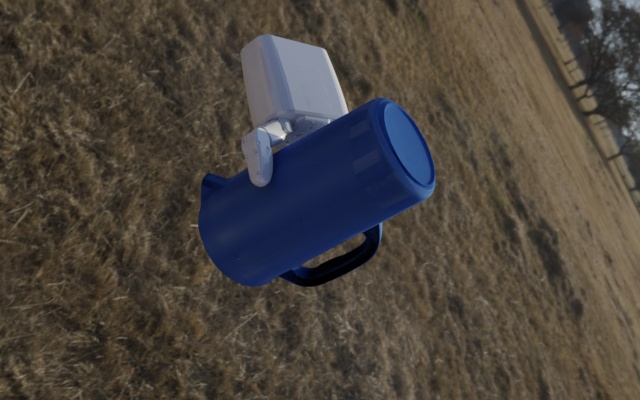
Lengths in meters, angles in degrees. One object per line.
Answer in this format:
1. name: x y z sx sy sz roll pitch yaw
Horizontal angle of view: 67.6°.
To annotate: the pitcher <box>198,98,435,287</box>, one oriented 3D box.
1. pitcher: 0.000 0.002 0.516 0.243 0.145 0.149 -27 -22 32
